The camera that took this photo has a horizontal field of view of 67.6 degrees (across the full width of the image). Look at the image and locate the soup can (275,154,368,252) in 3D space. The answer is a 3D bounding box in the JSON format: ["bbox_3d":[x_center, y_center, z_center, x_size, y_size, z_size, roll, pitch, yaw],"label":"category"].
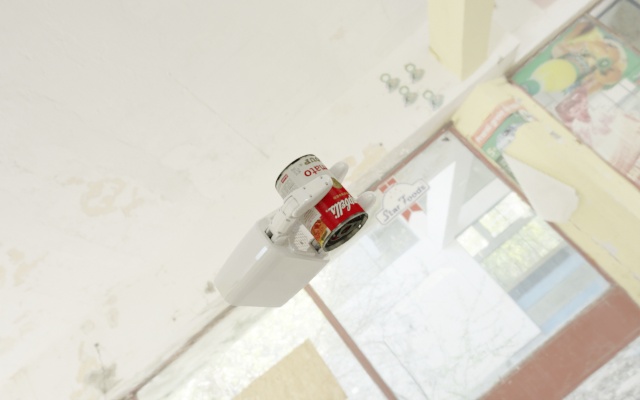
[{"bbox_3d":[0.000,0.001,0.578,0.068,0.102,0.068,-34,-21,-15],"label":"soup can"}]
